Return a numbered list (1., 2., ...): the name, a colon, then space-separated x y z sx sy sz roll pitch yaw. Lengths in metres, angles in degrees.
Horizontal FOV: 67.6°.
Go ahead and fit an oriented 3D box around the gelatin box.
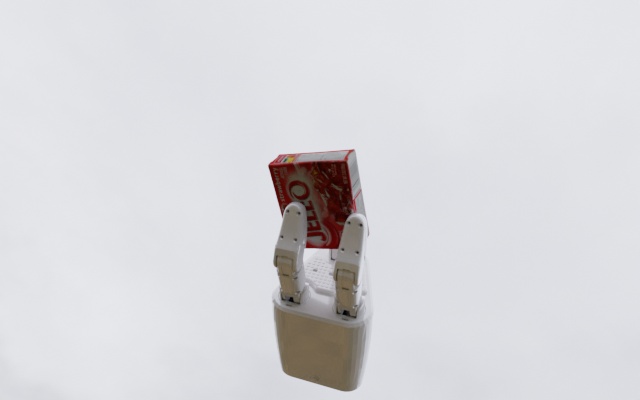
1. gelatin box: 0.000 0.001 0.426 0.073 0.089 0.030 -1 27 22
